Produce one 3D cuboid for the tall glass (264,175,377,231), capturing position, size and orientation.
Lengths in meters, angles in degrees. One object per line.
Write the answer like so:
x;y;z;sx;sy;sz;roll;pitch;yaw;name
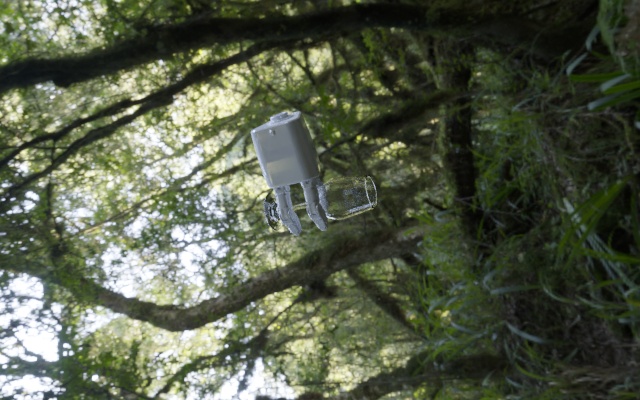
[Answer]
0.000;0.003;0.883;0.201;0.079;0.079;-11;-4;21;tall glass
